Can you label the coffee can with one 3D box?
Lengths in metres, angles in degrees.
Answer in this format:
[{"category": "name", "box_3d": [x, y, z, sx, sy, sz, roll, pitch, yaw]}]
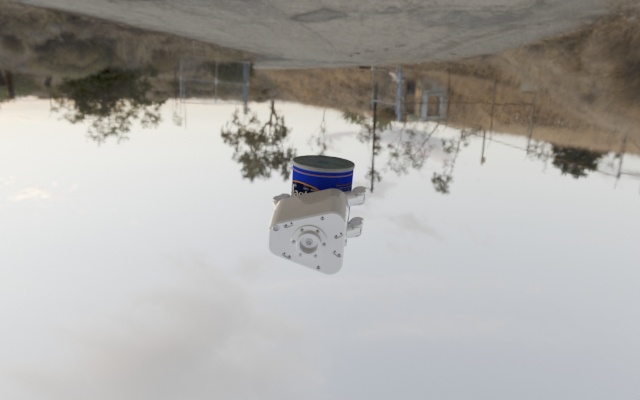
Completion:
[{"category": "coffee can", "box_3d": [0.000, 0.002, 0.798, 0.103, 0.140, 0.102, 4, 16, -1]}]
